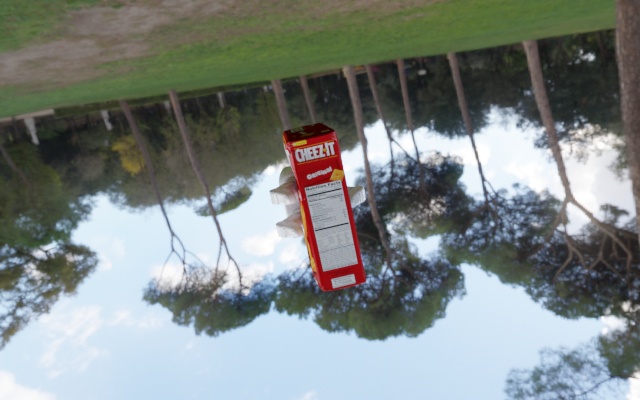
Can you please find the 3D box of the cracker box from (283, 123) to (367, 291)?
[{"bbox_3d":[0.000,0.002,0.699,0.072,0.214,0.164,-14,14,-4],"label":"cracker box"}]
